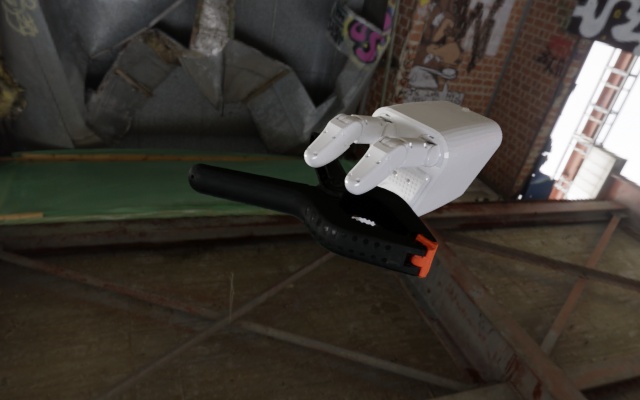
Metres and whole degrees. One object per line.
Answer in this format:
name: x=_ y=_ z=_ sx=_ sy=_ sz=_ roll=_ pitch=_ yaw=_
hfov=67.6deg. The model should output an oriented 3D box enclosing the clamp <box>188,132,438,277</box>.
clamp: x=0.000 y=0.002 z=0.409 sx=0.164 sy=0.036 sz=0.210 roll=-18 pitch=41 yaw=-37
